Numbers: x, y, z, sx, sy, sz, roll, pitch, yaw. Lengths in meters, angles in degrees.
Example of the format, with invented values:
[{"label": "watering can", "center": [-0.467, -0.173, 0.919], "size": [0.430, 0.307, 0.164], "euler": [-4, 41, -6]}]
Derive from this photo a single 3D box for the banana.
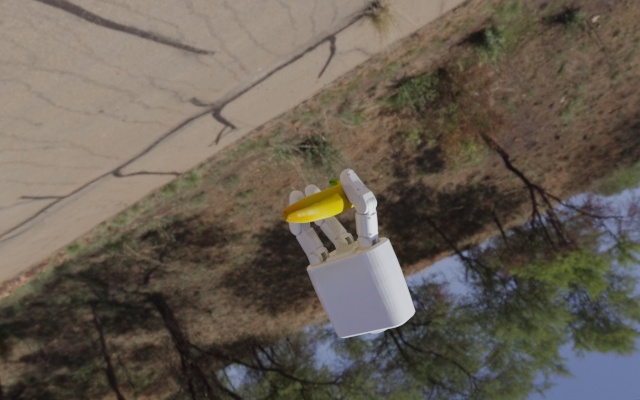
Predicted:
[{"label": "banana", "center": [0.018, -0.003, 0.635], "size": [0.069, 0.037, 0.197], "euler": [-14, 7, 22]}]
